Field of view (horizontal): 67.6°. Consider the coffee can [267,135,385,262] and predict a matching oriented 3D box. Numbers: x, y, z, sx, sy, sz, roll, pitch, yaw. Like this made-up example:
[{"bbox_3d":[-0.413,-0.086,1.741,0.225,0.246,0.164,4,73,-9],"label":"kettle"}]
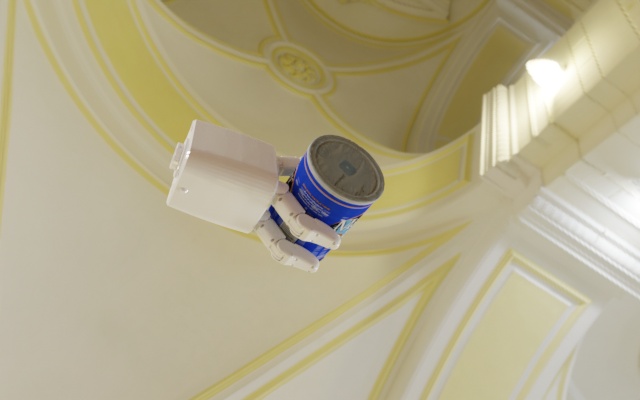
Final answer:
[{"bbox_3d":[0.000,0.002,0.603,0.103,0.102,0.140,0,-36,-35],"label":"coffee can"}]
